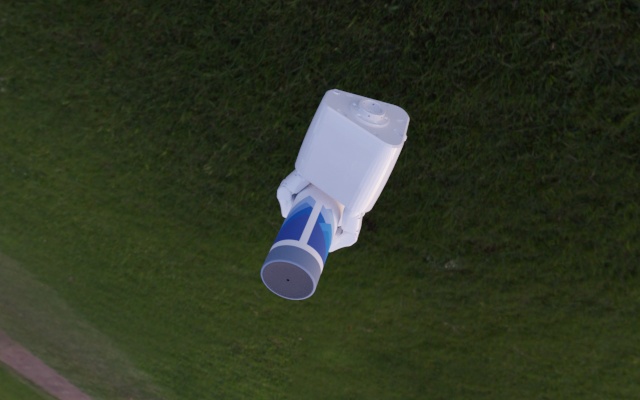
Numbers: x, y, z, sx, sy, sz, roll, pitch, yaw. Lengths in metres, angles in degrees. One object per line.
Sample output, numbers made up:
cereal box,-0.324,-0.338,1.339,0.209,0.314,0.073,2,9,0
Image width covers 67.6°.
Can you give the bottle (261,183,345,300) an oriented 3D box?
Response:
bottle,0.000,0.002,0.657,0.069,0.069,0.295,0,38,19
